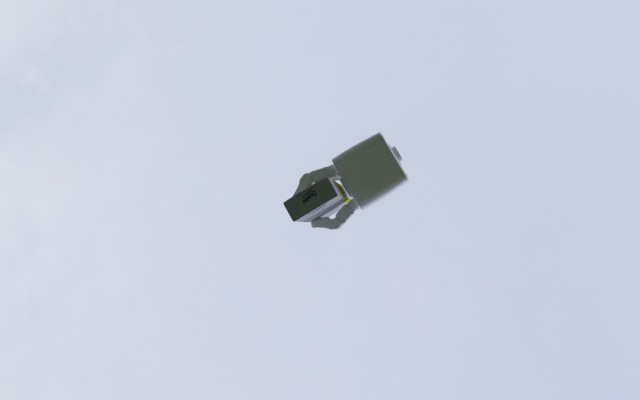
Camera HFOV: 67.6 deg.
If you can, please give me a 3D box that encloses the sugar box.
[{"bbox_3d":[0.000,0.002,0.893,0.093,0.048,0.176,-31,-12,8],"label":"sugar box"}]
